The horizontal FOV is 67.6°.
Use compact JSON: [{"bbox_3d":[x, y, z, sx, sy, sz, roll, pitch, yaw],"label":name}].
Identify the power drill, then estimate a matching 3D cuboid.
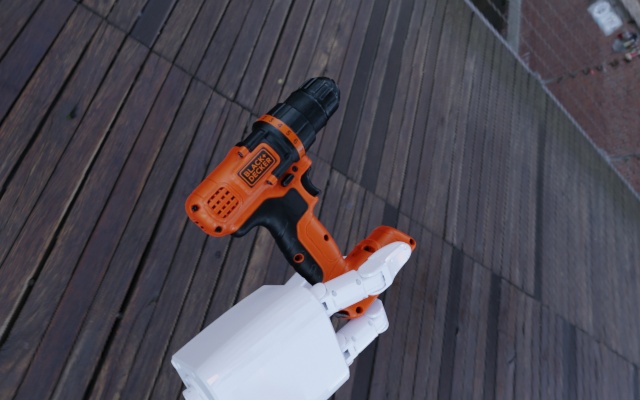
[{"bbox_3d":[0.000,0.002,0.444,0.188,0.184,0.057,45,-17,-12],"label":"power drill"}]
